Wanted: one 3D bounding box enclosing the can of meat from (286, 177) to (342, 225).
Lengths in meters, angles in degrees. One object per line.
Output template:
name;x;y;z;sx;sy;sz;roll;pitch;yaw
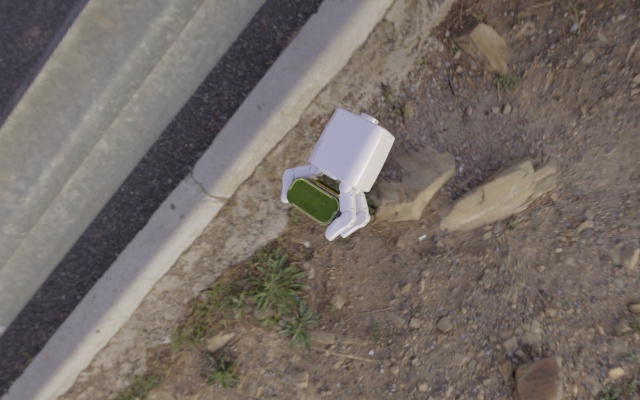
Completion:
can of meat;0.000;0.003;0.825;0.102;0.057;0.084;33;8;19
